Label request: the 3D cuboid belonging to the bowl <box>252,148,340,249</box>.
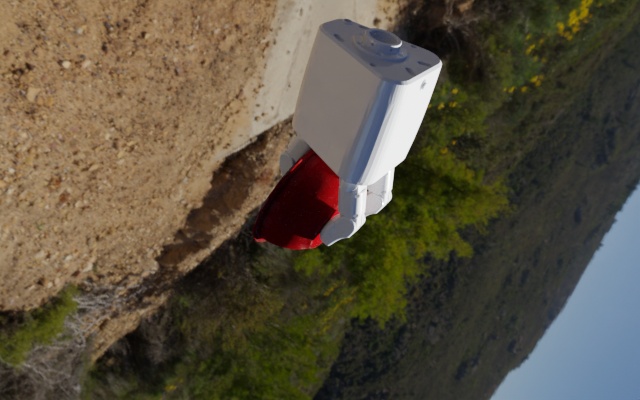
[{"bbox_3d":[0.000,0.003,0.535,0.055,0.162,0.162,41,11,13],"label":"bowl"}]
